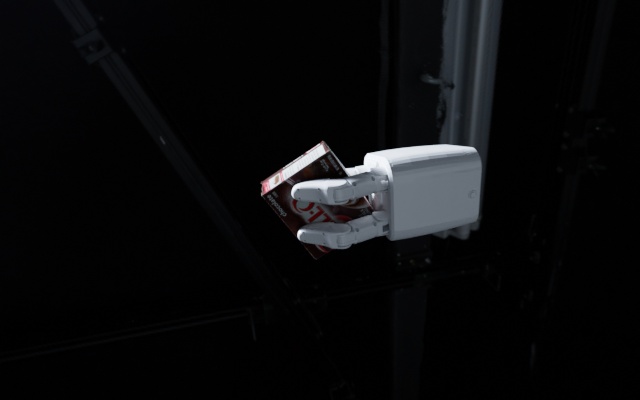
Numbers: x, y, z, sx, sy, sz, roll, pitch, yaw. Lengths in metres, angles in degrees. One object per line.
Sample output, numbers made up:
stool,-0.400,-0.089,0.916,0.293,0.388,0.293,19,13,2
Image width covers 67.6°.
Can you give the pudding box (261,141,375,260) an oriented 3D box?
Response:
pudding box,0.000,0.002,0.546,0.090,0.113,0.039,-33,27,8
